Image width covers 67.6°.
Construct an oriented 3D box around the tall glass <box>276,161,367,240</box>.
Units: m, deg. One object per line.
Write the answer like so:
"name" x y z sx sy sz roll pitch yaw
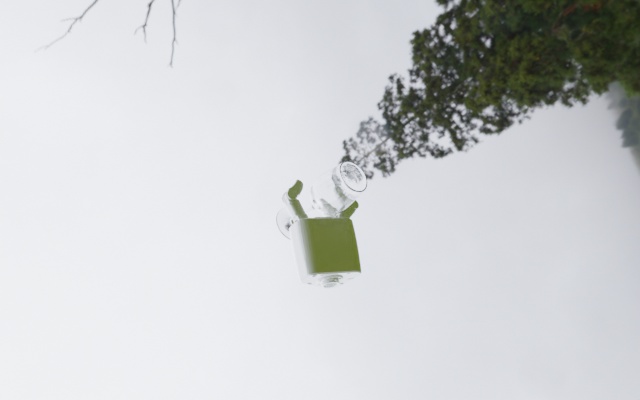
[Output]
"tall glass" 0.000 0.003 0.894 0.079 0.079 0.201 0 -27 -40
